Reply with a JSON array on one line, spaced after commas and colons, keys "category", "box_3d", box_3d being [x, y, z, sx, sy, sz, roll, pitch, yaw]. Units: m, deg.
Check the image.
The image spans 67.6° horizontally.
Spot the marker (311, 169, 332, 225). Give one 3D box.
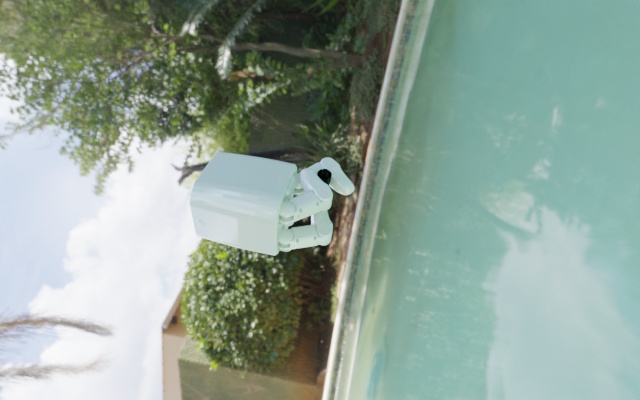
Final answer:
[{"category": "marker", "box_3d": [0.000, 0.002, 0.642, 0.020, 0.020, 0.121, 0, -40, -7]}]
